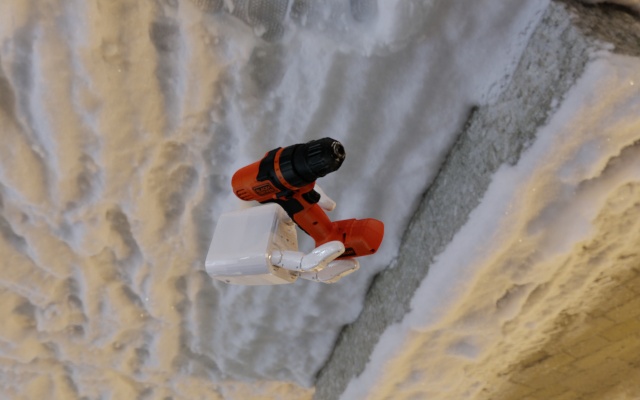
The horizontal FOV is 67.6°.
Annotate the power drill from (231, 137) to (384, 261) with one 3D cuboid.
[{"bbox_3d":[0.000,0.002,0.617,0.184,0.057,0.188,-13,-47,44],"label":"power drill"}]
